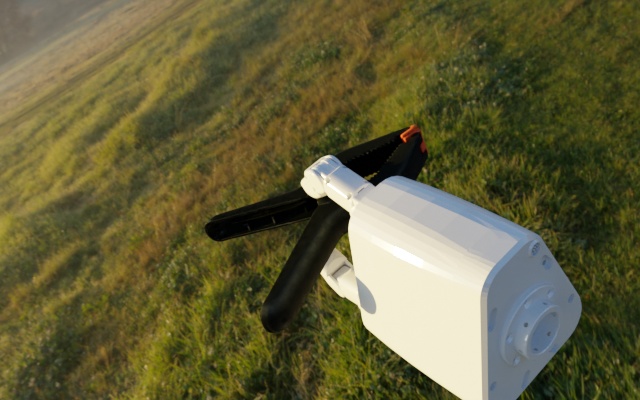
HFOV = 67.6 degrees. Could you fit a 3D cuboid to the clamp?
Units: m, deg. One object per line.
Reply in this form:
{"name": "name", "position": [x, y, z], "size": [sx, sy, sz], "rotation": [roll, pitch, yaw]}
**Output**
{"name": "clamp", "position": [0.000, 0.000, 0.409], "size": [0.210, 0.036, 0.164], "rotation": [-39, 36, -17]}
